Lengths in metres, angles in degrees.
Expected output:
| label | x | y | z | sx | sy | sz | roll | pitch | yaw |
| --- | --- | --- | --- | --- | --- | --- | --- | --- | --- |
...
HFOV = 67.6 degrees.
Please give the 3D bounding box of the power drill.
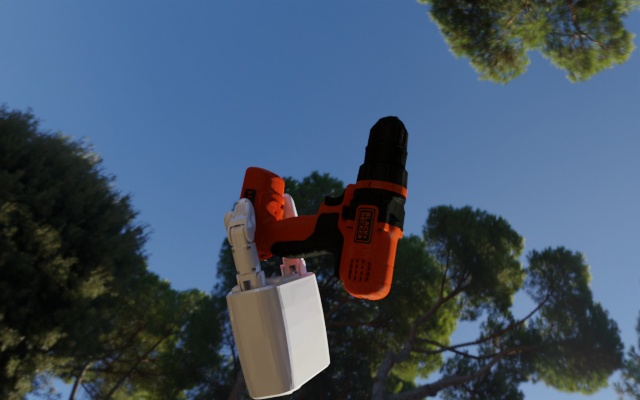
| label | x | y | z | sx | sy | sz | roll | pitch | yaw |
| --- | --- | --- | --- | --- | --- | --- | --- | --- | --- |
| power drill | 0.000 | 0.002 | 0.507 | 0.187 | 0.184 | 0.057 | 2 | -15 | 33 |
